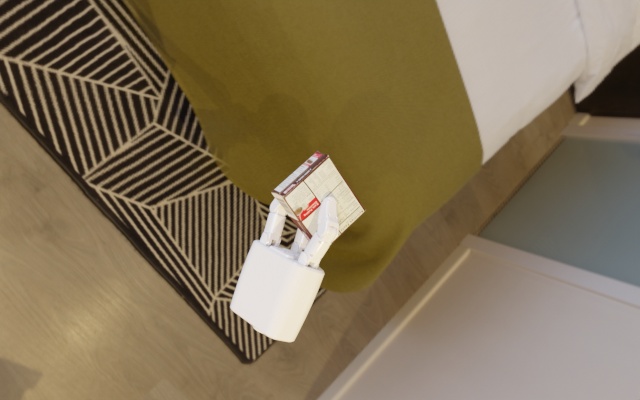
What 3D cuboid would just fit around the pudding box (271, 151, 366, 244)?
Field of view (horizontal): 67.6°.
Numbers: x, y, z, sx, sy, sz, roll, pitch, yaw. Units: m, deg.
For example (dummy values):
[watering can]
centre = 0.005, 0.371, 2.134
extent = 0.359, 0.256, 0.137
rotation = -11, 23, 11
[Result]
[pudding box]
centre = 0.000, 0.002, 0.673
extent = 0.090, 0.113, 0.039
rotation = -43, 31, -14
